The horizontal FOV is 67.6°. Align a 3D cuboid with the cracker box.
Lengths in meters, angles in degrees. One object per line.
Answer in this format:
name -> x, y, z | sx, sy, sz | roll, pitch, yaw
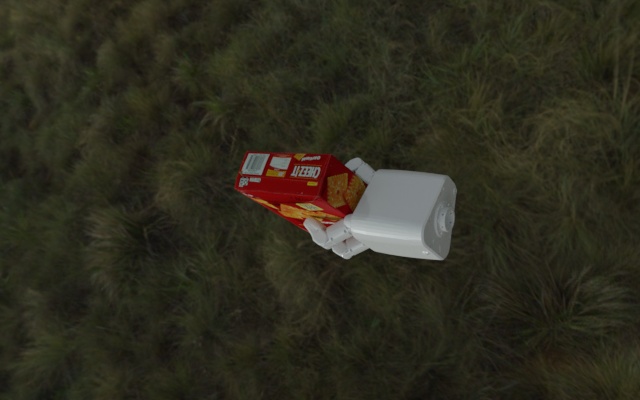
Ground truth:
cracker box -> 0.000, 0.002, 0.731 | 0.164, 0.072, 0.214 | 6, -19, 38
